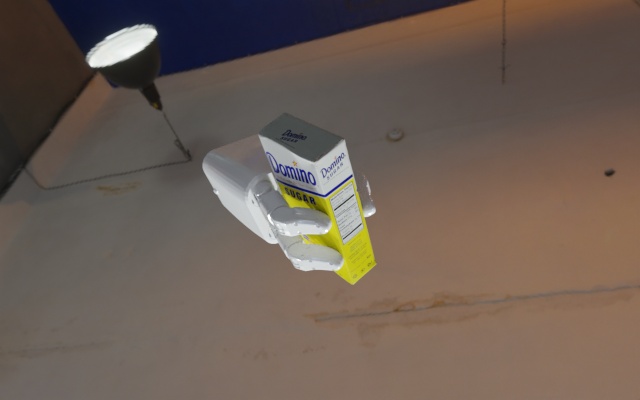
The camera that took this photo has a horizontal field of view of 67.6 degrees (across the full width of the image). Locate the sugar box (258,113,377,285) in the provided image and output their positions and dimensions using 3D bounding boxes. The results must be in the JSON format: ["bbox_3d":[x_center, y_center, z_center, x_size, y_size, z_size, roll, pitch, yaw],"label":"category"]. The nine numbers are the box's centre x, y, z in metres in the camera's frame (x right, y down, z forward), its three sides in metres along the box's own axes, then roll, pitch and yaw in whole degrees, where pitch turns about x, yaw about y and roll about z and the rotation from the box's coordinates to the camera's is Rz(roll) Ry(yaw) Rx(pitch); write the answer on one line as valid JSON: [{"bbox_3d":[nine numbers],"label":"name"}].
[{"bbox_3d":[0.000,0.002,0.501,0.048,0.176,0.093,-40,44,-20],"label":"sugar box"}]
